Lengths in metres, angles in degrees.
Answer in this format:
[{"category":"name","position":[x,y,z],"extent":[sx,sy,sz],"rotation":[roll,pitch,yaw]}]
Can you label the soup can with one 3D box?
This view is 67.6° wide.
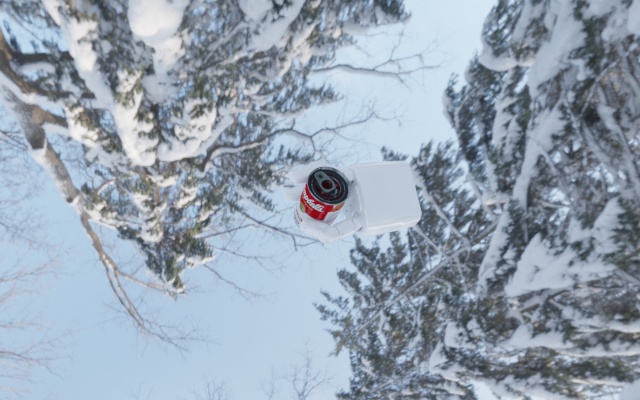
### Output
[{"category":"soup can","position":[0.000,0.003,0.753],"extent":[0.068,0.068,0.102],"rotation":[0,-31,-18]}]
